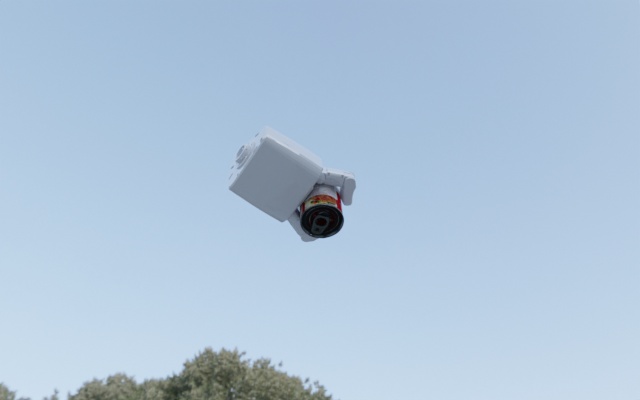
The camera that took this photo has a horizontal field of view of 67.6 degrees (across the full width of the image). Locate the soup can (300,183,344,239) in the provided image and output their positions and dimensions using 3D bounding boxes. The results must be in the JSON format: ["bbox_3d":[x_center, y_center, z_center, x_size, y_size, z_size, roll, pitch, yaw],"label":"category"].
[{"bbox_3d":[0.001,0.003,0.769,0.068,0.069,0.102,0,37,-3],"label":"soup can"}]
